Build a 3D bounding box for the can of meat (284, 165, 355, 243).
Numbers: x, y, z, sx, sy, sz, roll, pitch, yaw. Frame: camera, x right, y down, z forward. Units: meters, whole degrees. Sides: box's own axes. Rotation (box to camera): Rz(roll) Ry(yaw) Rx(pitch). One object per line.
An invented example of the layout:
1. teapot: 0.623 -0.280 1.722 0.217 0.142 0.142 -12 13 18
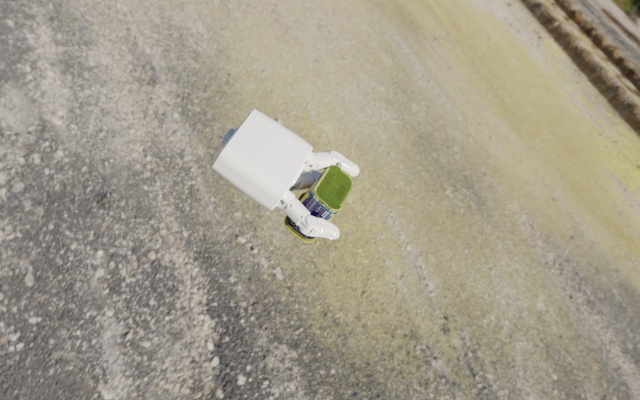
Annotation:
1. can of meat: 0.000 0.002 0.733 0.084 0.057 0.102 -48 6 39
